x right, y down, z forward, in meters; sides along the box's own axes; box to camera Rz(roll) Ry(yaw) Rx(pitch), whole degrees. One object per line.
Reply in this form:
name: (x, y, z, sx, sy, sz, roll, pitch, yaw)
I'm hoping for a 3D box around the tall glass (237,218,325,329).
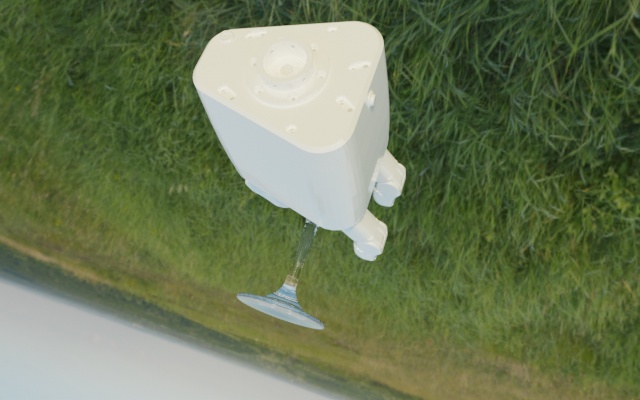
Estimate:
tall glass: (0.000, 0.002, 0.413, 0.079, 0.201, 0.079, 17, -21, 7)
